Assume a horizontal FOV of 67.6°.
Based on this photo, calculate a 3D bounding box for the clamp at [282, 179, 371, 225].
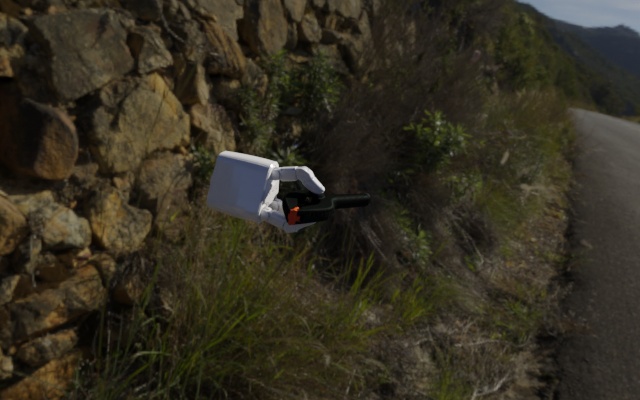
[{"bbox_3d":[0.000,0.002,0.869,0.164,0.036,0.210,14,20,10],"label":"clamp"}]
